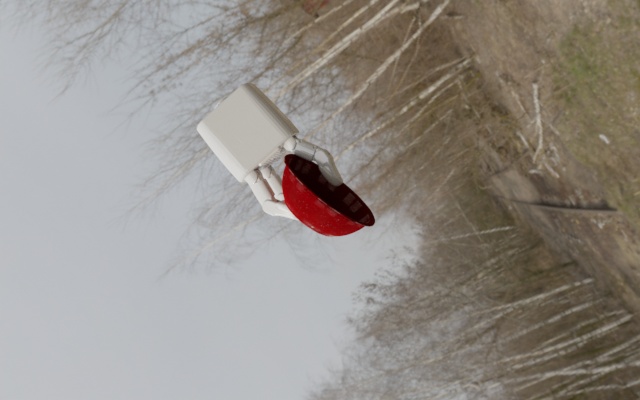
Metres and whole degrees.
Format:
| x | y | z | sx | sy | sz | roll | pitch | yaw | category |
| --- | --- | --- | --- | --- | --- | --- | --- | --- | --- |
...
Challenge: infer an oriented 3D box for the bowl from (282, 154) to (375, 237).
| x | y | z | sx | sy | sz | roll | pitch | yaw | category |
| --- | --- | --- | --- | --- | --- | --- | --- | --- | --- |
| 0.001 | 0.003 | 0.693 | 0.162 | 0.055 | 0.162 | 34 | 16 | -11 | bowl |
